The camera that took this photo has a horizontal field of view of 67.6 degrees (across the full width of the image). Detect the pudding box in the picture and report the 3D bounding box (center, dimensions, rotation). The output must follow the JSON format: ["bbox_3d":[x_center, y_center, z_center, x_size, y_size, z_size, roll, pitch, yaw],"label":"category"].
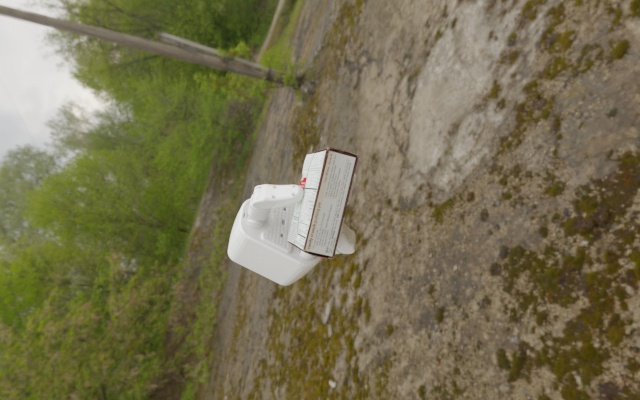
[{"bbox_3d":[0.000,0.002,0.524,0.039,0.113,0.090,12,-1,-16],"label":"pudding box"}]
